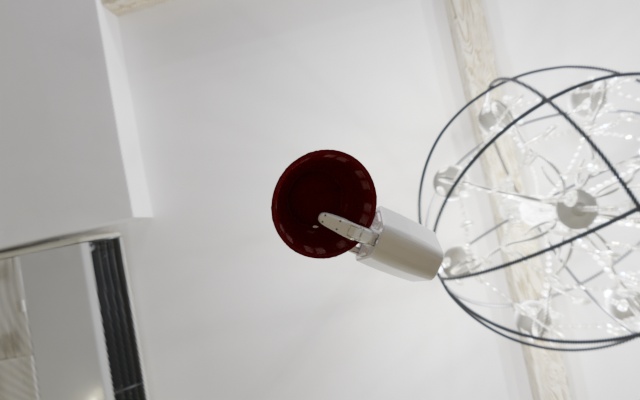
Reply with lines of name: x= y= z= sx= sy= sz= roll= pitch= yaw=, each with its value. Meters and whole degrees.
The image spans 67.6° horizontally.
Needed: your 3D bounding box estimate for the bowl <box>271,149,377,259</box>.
bowl: x=-0.001 y=0.001 z=0.712 sx=0.162 sy=0.162 sz=0.055 roll=0 pitch=11 yaw=-18
